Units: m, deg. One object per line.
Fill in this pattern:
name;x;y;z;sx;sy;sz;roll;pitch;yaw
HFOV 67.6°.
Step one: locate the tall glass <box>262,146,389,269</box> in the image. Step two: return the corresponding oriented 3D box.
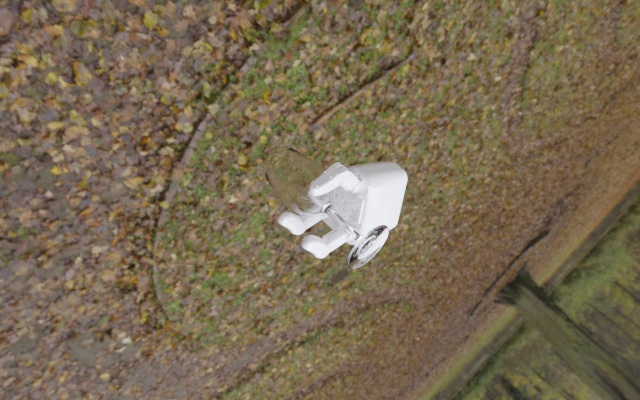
tall glass;0.000;0.003;0.675;0.201;0.079;0.079;43;24;28
